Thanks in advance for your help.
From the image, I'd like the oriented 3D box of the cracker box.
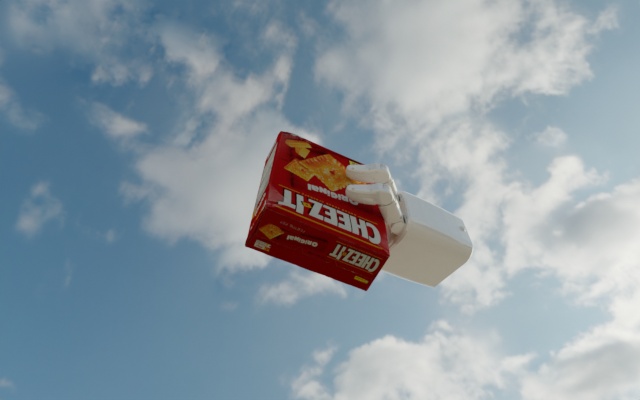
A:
[{"bbox_3d":[0.000,0.002,0.645,0.164,0.072,0.213,22,30,-12],"label":"cracker box"}]
